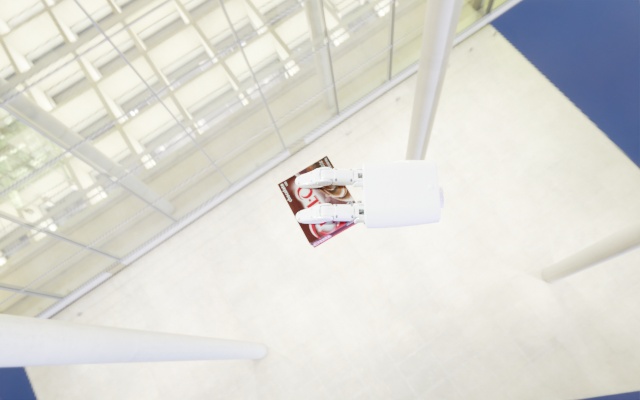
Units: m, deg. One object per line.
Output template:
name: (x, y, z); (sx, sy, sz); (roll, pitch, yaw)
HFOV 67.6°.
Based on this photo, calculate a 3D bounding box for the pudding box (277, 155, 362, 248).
pudding box: (0.000, 0.002, 0.728); (0.090, 0.113, 0.039); (-30, -21, 0)
